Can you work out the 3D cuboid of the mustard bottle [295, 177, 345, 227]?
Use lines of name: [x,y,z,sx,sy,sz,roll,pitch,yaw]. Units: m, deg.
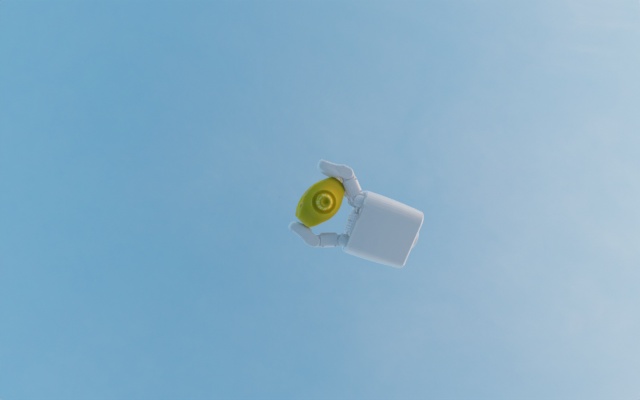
mustard bottle: [0.000,0.003,0.822,0.058,0.096,0.191,43,-3,-4]
